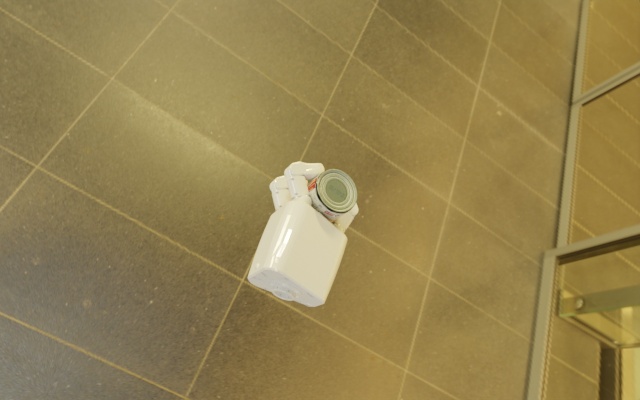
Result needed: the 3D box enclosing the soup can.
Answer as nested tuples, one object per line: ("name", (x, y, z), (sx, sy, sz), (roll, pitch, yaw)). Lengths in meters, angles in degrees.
("soup can", (0.000, 0.002, 0.706), (0.068, 0.068, 0.102), (0, -19, -30))
